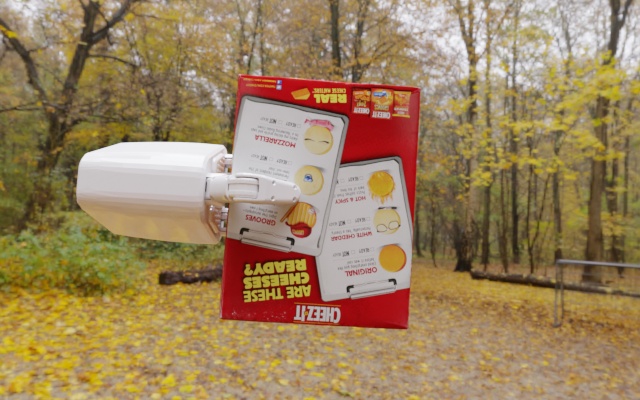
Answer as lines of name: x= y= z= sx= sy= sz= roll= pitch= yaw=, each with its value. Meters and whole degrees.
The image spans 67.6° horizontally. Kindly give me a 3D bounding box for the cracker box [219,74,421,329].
cracker box: x=0.000 y=0.001 z=0.442 sx=0.164 sy=0.213 sz=0.072 roll=4 pitch=-3 yaw=-1
